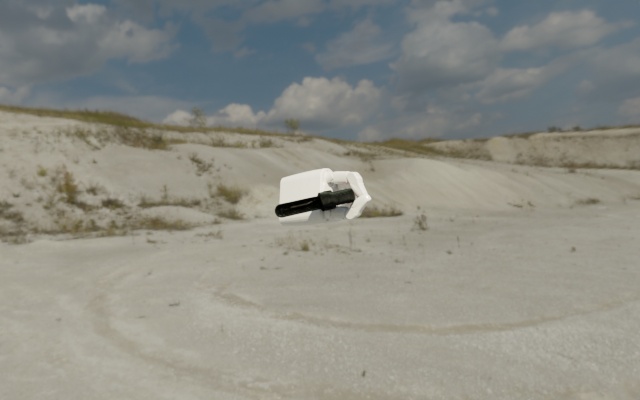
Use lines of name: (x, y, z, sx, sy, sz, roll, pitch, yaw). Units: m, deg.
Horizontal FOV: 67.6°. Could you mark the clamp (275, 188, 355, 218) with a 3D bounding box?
clamp: (0.000, 0.002, 0.877, 0.120, 0.039, 0.171, -8, -2, 30)
